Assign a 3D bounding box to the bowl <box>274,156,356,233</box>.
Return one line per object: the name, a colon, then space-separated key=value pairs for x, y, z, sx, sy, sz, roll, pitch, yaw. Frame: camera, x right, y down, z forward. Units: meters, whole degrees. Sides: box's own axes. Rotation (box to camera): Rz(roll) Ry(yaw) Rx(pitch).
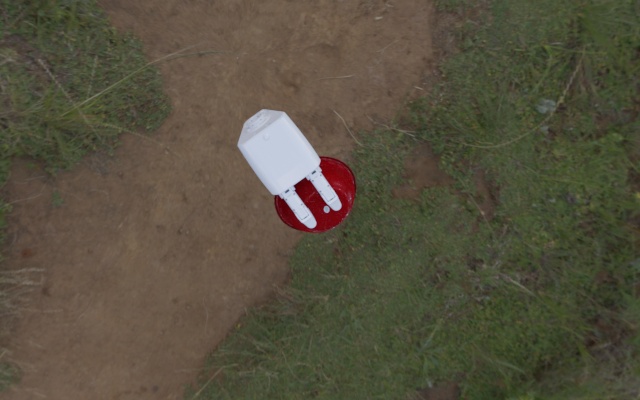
bowl: x=0.001 y=0.004 z=0.874 sx=0.162 sy=0.162 sz=0.055 roll=0 pitch=30 yaw=-22
